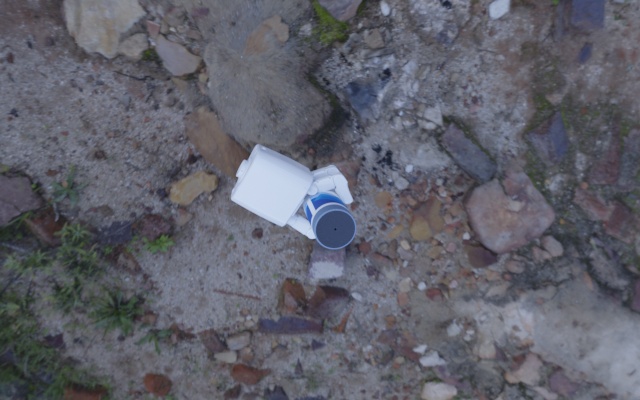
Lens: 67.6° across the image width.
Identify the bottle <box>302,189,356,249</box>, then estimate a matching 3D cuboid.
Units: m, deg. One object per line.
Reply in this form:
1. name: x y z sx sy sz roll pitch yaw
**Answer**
1. bottle: 0.000 0.003 0.873 0.069 0.069 0.295 0 17 -9
